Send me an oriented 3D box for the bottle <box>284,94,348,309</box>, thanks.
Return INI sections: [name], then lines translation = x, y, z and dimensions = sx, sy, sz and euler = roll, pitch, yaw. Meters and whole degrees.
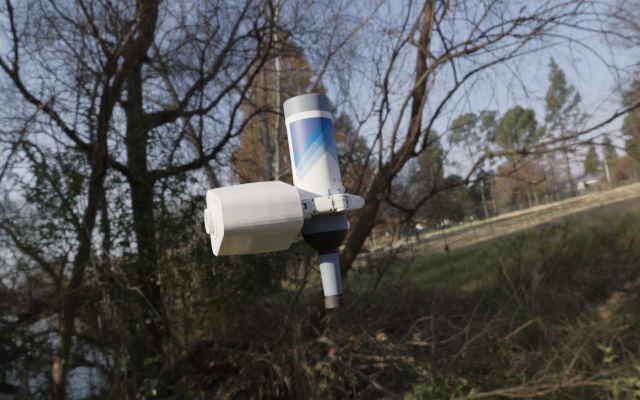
[bottle]
translation = 0.000, 0.002, 0.675
dimensions = 0.069, 0.295, 0.069
euler = -8, -6, -1
